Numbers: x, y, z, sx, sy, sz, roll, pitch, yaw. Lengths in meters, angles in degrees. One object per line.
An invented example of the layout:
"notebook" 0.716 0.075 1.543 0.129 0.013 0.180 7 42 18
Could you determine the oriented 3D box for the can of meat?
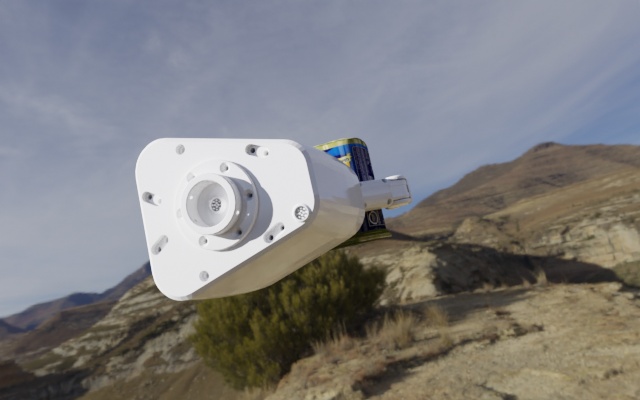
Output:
"can of meat" 0.000 0.001 0.406 0.102 0.084 0.057 -15 -7 18
